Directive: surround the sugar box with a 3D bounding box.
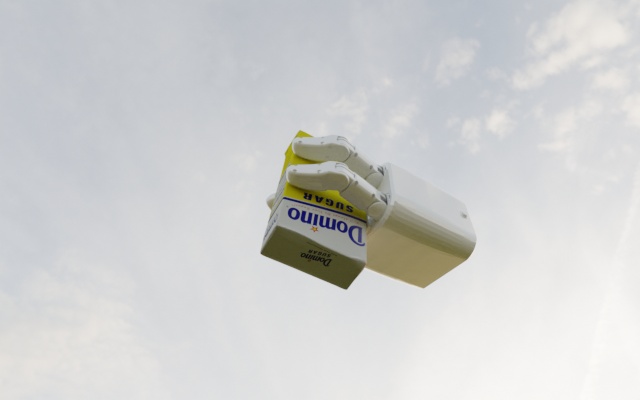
[{"bbox_3d":[0.000,0.001,0.496,0.093,0.048,0.176,24,32,-13],"label":"sugar box"}]
